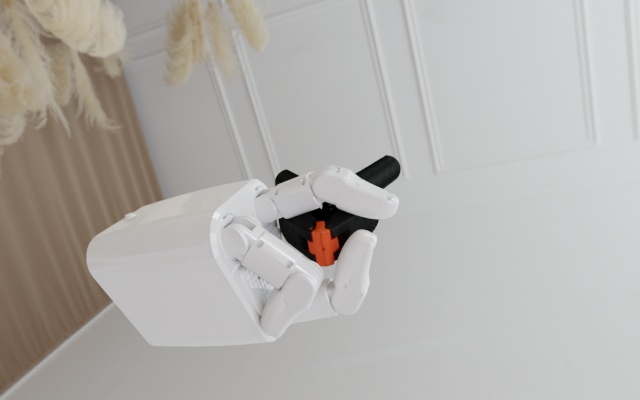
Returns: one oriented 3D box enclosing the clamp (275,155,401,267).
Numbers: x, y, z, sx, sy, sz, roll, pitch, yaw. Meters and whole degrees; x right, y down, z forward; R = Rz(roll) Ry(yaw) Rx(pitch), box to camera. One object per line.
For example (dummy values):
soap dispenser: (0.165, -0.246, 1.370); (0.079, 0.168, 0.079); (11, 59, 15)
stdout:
clamp: (0.000, 0.002, 0.400); (0.120, 0.039, 0.171); (-10, 18, 19)
